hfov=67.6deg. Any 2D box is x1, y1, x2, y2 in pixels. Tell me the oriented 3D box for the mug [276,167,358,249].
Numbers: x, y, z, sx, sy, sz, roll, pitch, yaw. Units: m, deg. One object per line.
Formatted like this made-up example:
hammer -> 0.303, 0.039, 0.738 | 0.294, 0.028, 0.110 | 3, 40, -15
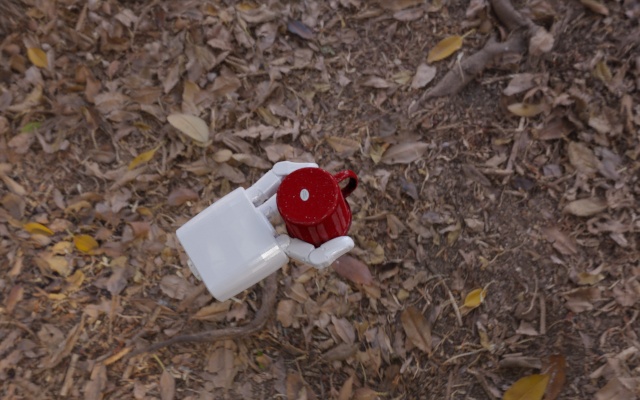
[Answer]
mug -> 0.001, 0.001, 0.617 | 0.117, 0.093, 0.081 | -35, -25, -5
